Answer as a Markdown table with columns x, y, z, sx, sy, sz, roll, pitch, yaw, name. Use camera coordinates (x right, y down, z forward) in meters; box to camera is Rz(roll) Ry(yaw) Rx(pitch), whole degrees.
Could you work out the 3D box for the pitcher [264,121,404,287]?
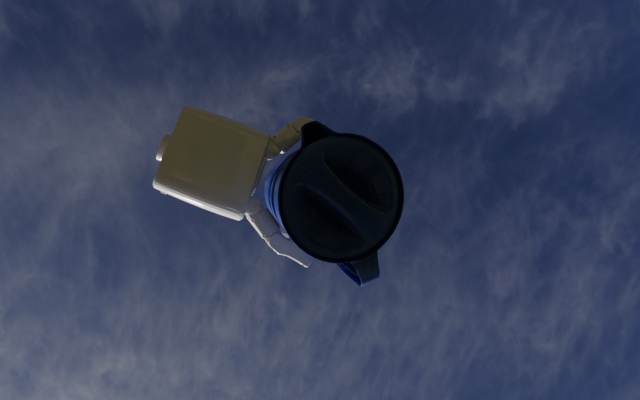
| x | y | z | sx | sy | sz | roll | pitch | yaw | name |
| --- | --- | --- | --- | --- | --- | --- | --- | --- | --- |
| 0.000 | 0.002 | 0.594 | 0.145 | 0.149 | 0.243 | 21 | -2 | -13 | pitcher |
